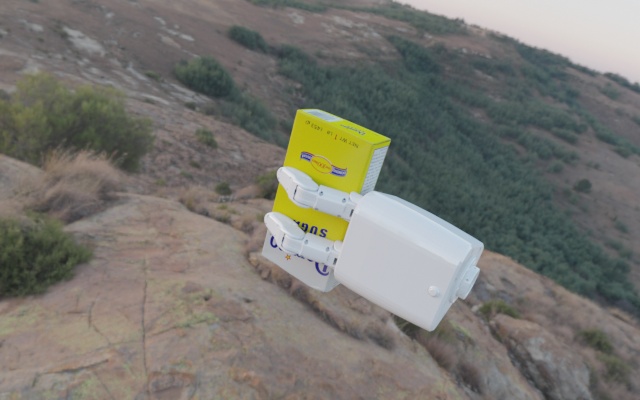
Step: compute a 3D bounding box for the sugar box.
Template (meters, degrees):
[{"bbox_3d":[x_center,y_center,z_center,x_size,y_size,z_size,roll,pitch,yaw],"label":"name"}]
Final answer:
[{"bbox_3d":[0.000,0.002,0.503,0.093,0.176,0.048,28,25,25],"label":"sugar box"}]
